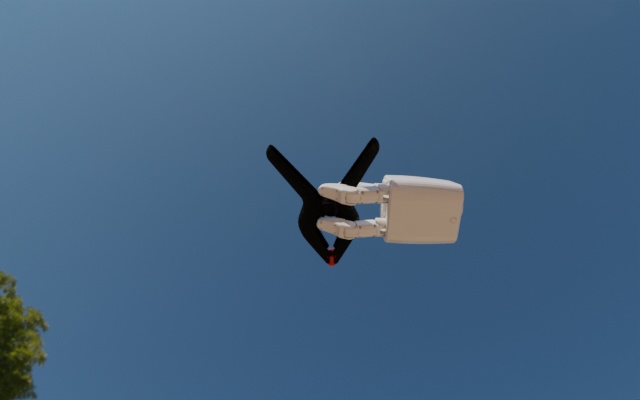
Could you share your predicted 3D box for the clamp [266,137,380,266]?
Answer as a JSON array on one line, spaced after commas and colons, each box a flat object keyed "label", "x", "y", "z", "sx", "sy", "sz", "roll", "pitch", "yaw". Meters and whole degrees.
[{"label": "clamp", "x": 0.000, "y": 0.003, "z": 0.730, "sx": 0.164, "sy": 0.210, "sz": 0.036, "roll": 3, "pitch": 24, "yaw": 3}]
